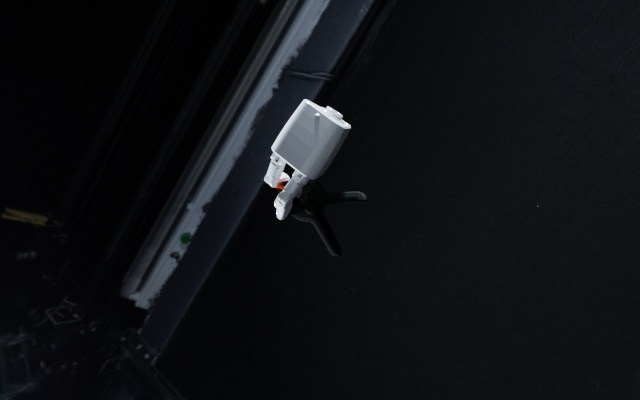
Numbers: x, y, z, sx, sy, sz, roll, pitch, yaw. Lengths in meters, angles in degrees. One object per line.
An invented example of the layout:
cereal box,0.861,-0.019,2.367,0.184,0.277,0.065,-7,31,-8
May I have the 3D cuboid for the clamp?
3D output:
clamp,0.000,0.003,0.835,0.171,0.120,0.039,39,15,20
